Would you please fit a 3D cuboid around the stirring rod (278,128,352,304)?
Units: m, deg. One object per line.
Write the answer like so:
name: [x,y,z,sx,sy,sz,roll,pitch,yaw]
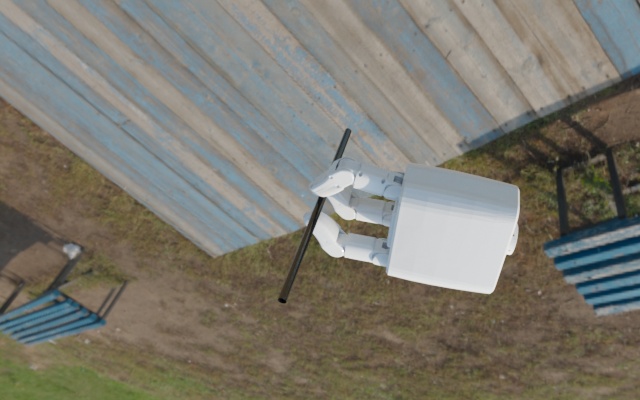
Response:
stirring rod: [0.000,0.001,0.486,0.011,0.011,0.239,0,44,22]
